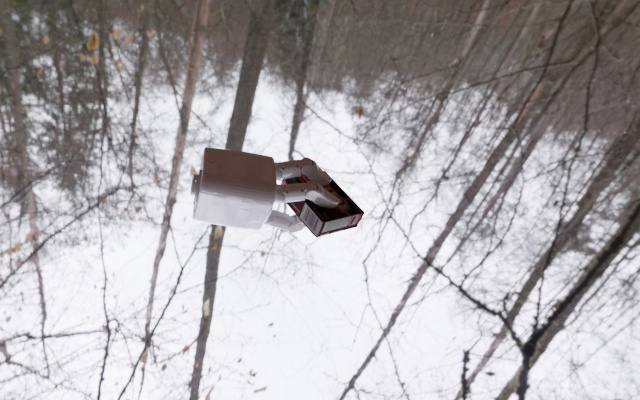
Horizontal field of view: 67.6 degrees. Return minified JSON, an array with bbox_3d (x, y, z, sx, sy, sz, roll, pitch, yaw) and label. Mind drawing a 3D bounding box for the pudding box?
[{"bbox_3d":[0.000,0.003,0.757,0.090,0.039,0.113,-12,50,-40],"label":"pudding box"}]
